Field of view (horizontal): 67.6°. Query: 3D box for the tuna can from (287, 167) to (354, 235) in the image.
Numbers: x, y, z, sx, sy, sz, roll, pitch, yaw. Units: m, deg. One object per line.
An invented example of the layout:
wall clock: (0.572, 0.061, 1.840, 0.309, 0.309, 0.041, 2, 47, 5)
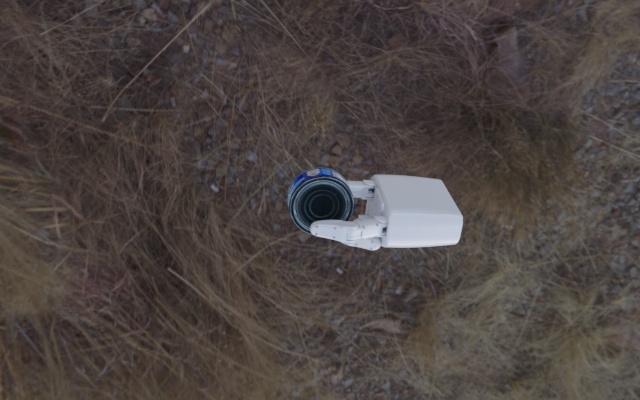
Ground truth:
tuna can: (0.000, 0.002, 0.621, 0.086, 0.086, 0.033, 0, 23, -8)
